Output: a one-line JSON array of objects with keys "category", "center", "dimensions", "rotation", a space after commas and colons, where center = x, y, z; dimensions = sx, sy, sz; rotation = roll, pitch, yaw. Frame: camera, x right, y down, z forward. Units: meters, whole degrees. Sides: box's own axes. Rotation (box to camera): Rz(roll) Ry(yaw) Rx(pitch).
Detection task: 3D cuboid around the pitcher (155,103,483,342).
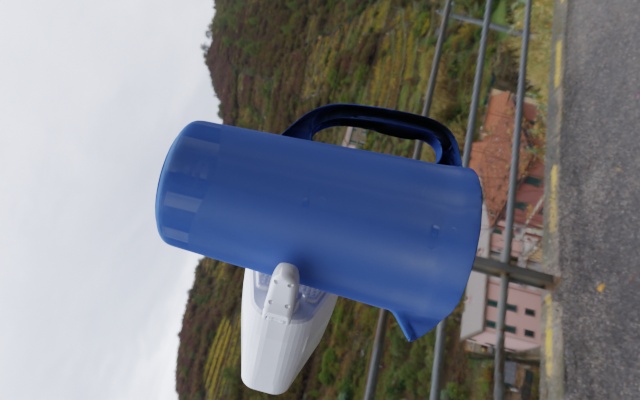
[{"category": "pitcher", "center": [0.000, 0.002, 0.402], "dimensions": [0.243, 0.145, 0.149], "rotation": [14, 32, 0]}]
